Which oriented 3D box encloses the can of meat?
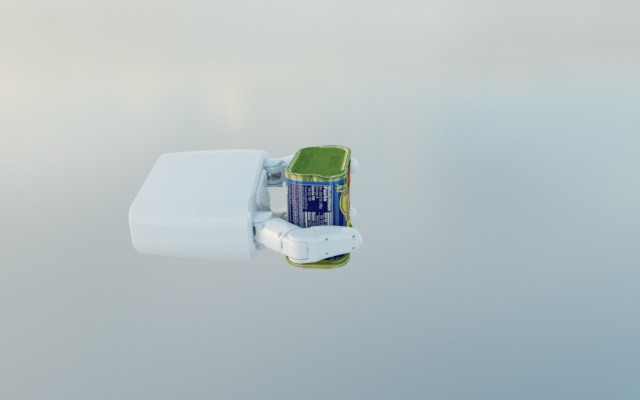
[{"bbox_3d":[0.000,0.001,0.437,0.057,0.084,0.102,1,21,6],"label":"can of meat"}]
